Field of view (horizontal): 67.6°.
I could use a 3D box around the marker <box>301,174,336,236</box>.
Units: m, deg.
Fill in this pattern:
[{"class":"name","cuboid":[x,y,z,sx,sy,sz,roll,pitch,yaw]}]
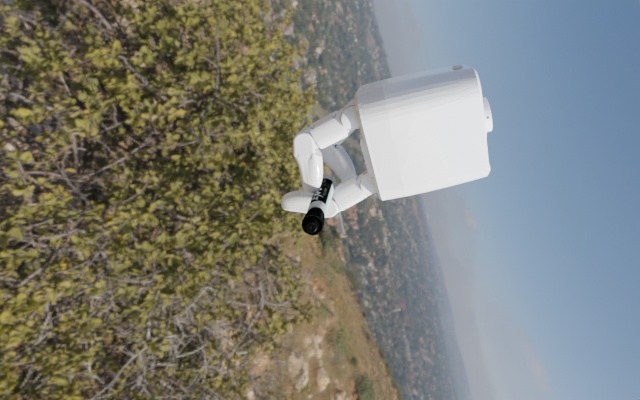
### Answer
[{"class":"marker","cuboid":[0.000,0.001,0.446,0.020,0.020,0.121,0,20,7]}]
